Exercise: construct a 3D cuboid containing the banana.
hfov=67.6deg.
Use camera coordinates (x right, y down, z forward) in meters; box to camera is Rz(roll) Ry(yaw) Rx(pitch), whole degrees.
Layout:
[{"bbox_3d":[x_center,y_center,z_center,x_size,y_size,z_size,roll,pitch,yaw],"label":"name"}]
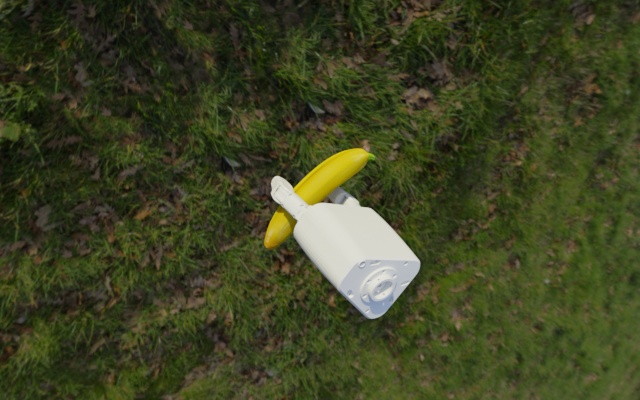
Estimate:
[{"bbox_3d":[-0.003,-0.010,0.630,0.037,0.198,0.070,45,-9,36],"label":"banana"}]
